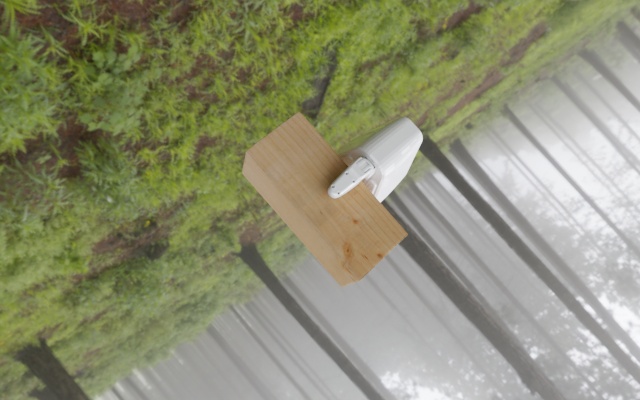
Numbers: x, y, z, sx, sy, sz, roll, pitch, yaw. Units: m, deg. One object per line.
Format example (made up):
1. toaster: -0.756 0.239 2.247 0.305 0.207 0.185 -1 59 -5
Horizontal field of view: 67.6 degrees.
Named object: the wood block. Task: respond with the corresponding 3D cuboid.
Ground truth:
1. wood block: 0.001 0.002 0.619 0.090 0.206 0.091 -40 -3 -20
